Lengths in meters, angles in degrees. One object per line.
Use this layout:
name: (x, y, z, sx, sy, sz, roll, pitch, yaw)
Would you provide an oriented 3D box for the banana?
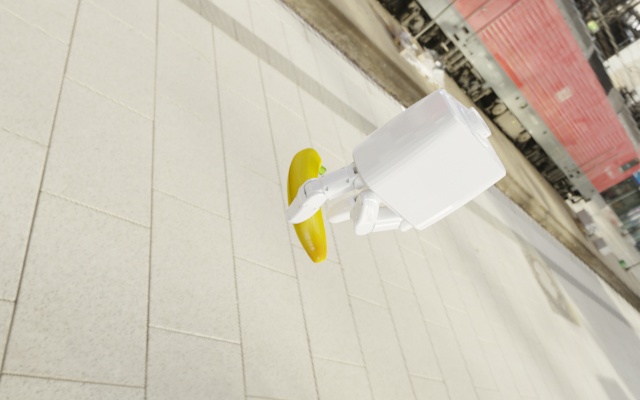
banana: (-0.012, -0.012, 0.573, 0.037, 0.070, 0.197, -35, 27, 25)
